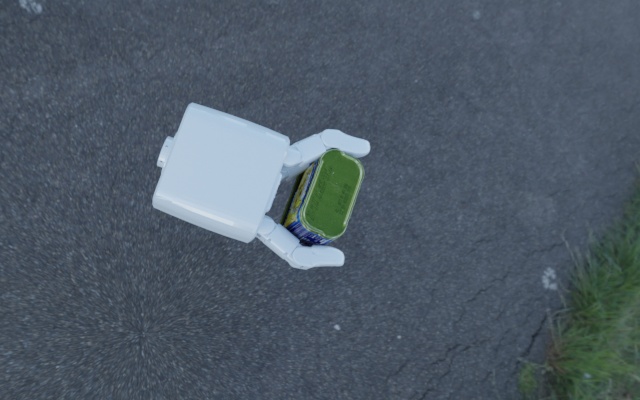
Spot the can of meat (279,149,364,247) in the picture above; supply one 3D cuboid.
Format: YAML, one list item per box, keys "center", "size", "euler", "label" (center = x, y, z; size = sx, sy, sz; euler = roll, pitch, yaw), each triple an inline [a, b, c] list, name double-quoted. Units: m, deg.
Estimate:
- center: [0.000, 0.002, 0.528]
  size: [0.057, 0.102, 0.084]
  euler: [24, -21, -12]
  label: "can of meat"
